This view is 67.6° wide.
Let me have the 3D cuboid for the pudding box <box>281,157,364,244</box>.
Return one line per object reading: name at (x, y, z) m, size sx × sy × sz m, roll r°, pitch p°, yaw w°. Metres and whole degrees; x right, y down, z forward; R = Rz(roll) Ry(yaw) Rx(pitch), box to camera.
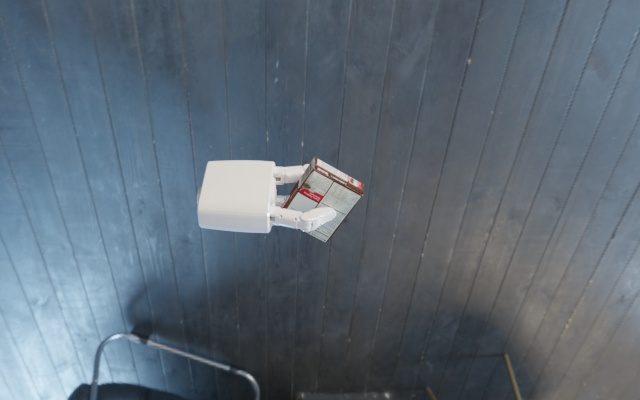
pudding box at (0.000, 0.002, 0.740) m, size 0.090 × 0.113 × 0.039 m, roll 28°, pitch 32°, yaw -15°
